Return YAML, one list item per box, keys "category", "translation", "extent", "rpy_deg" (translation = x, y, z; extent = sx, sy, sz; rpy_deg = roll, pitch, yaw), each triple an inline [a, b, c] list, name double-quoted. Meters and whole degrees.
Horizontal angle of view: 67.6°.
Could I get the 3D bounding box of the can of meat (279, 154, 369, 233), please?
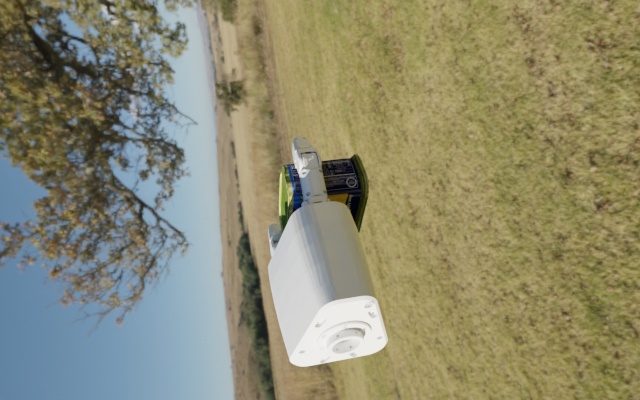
- category: "can of meat"
  translation: [0.000, 0.002, 0.524]
  extent: [0.084, 0.057, 0.102]
  rpy_deg: [-7, -39, -12]
